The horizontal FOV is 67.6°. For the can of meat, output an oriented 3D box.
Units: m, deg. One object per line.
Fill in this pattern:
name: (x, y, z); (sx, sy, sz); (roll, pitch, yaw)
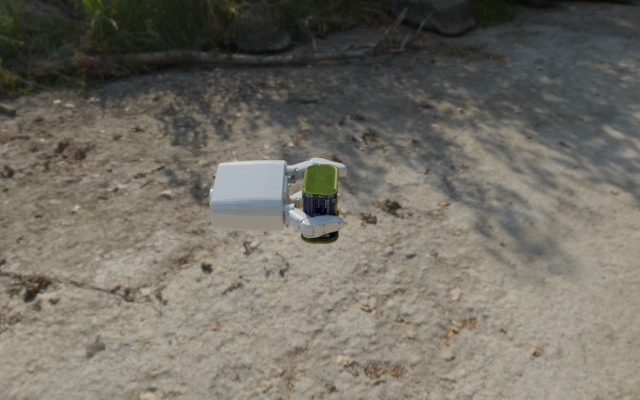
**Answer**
can of meat: (0.000, 0.002, 0.725); (0.057, 0.084, 0.102); (1, 31, 2)
